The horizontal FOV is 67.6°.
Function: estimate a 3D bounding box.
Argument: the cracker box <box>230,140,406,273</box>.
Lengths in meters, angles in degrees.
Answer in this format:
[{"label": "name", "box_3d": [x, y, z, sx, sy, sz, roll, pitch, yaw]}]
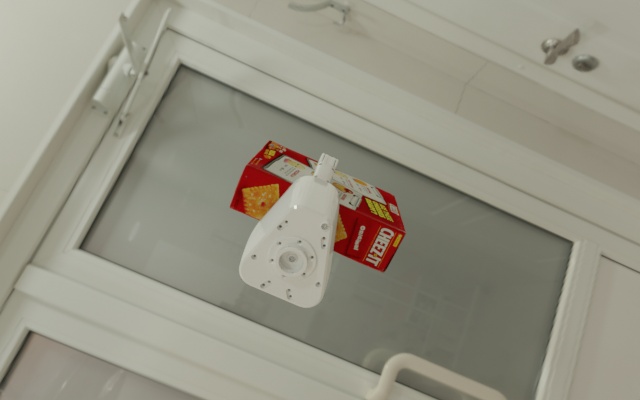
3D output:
[{"label": "cracker box", "box_3d": [0.000, 0.002, 0.662, 0.214, 0.072, 0.164, 24, 17, -4]}]
